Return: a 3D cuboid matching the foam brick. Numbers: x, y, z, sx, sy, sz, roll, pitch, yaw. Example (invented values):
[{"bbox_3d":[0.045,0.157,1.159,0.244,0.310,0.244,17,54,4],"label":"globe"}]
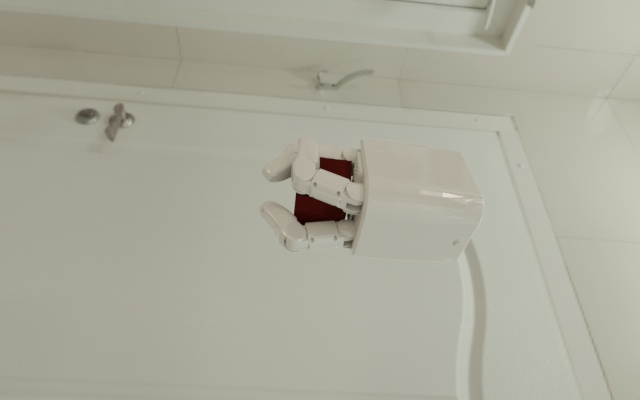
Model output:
[{"bbox_3d":[0.000,0.002,0.480,0.051,0.053,0.078,6,-39,-3],"label":"foam brick"}]
